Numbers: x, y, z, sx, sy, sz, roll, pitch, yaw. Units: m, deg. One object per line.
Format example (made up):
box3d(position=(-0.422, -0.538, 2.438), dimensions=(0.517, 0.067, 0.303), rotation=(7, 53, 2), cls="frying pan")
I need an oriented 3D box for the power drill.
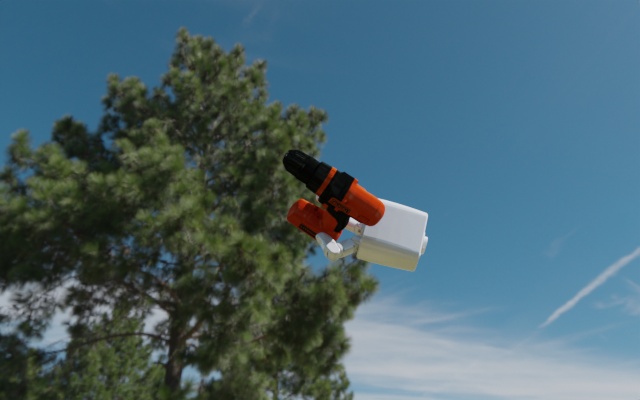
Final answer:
box3d(position=(0.000, 0.003, 0.819), dimensions=(0.184, 0.057, 0.188), rotation=(34, -26, -2), cls="power drill")
